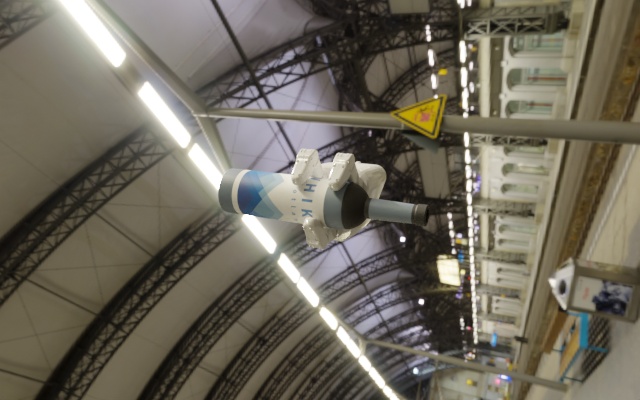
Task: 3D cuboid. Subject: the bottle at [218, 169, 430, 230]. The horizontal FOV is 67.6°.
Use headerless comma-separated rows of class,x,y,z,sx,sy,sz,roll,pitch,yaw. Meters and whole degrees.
bottle,0.000,0.002,0.658,0.295,0.069,0.069,7,3,23
